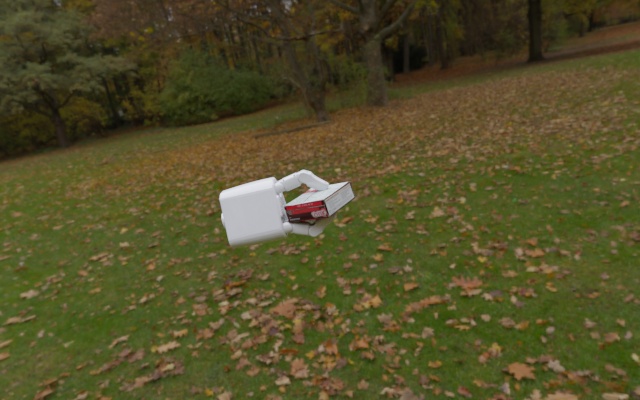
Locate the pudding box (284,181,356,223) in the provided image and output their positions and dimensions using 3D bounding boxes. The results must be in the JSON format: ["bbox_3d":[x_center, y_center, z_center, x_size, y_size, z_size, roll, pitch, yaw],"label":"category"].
[{"bbox_3d":[0.000,0.003,0.886,0.090,0.039,0.113,-8,17,33],"label":"pudding box"}]
